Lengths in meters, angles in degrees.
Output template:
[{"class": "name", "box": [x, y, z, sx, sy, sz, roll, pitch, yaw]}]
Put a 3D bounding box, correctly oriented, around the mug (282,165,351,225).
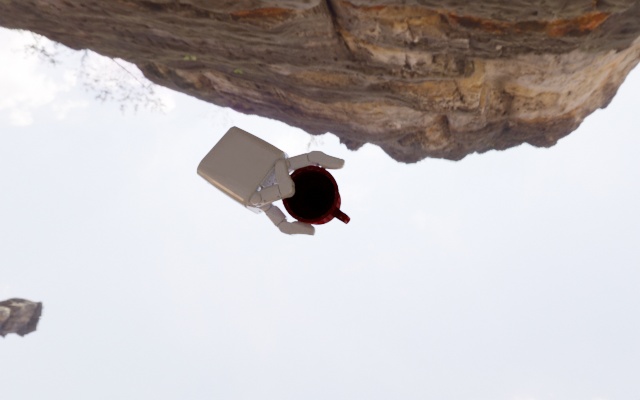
[{"class": "mug", "box": [0.001, 0.003, 0.785, 0.117, 0.093, 0.081, 31, -4, 14]}]
